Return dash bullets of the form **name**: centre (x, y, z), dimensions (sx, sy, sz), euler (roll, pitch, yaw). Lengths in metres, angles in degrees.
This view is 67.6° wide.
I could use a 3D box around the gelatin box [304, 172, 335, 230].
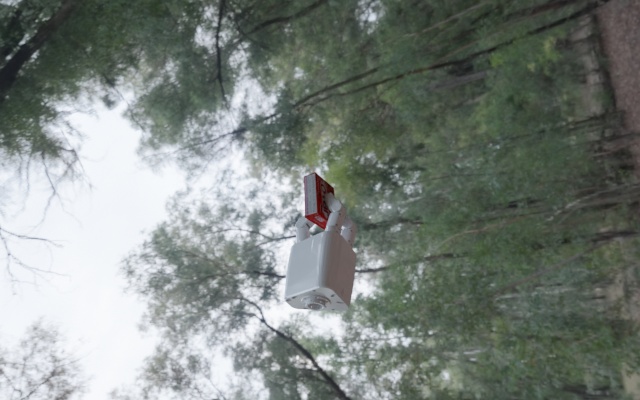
- **gelatin box**: centre (0.000, 0.003, 0.890), dimensions (0.030, 0.089, 0.073), euler (-17, -31, 25)
